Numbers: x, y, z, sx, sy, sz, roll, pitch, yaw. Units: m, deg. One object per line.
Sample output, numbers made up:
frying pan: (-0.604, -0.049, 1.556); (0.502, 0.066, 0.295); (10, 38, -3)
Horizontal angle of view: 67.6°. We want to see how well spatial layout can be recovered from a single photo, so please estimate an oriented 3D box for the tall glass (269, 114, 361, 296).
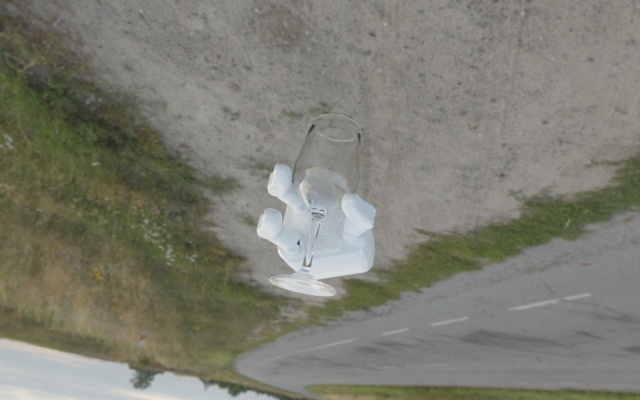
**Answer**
tall glass: (0.000, 0.002, 0.547); (0.079, 0.201, 0.079); (11, -21, 4)
